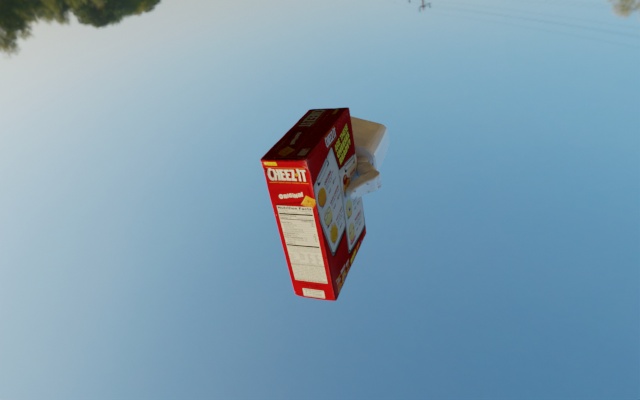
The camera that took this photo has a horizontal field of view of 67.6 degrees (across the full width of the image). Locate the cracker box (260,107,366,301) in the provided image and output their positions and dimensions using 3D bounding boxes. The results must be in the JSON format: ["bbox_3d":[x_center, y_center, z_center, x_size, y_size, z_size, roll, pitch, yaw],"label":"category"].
[{"bbox_3d":[0.000,0.002,0.658,0.072,0.214,0.164,1,32,22],"label":"cracker box"}]
